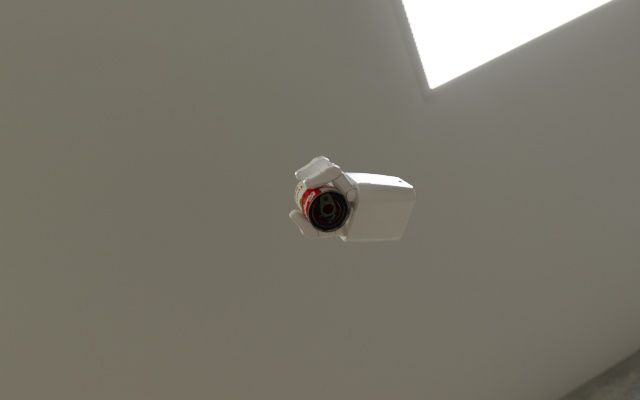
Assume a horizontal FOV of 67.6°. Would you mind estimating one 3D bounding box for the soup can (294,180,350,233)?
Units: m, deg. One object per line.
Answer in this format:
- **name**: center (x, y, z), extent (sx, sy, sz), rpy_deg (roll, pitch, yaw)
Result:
- **soup can**: center (0.000, 0.003, 0.780), extent (0.068, 0.068, 0.102), rpy_deg (0, 18, -17)
